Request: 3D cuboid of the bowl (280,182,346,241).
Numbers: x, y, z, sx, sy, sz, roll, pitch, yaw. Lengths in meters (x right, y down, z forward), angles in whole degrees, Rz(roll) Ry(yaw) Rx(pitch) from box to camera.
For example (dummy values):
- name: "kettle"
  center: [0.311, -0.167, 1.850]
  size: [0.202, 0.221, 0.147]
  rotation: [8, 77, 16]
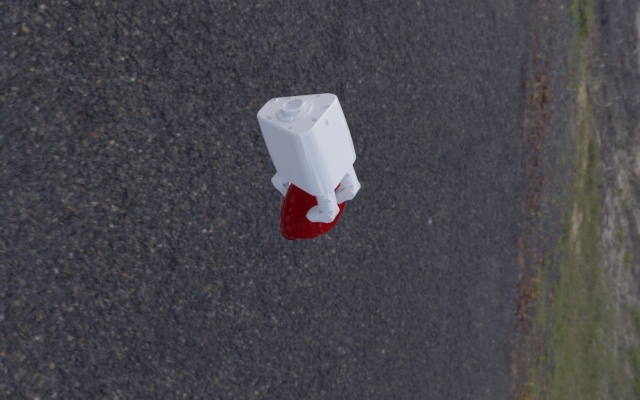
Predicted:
- name: "bowl"
  center: [0.001, 0.003, 0.797]
  size: [0.055, 0.162, 0.162]
  rotation: [24, 9, 21]
